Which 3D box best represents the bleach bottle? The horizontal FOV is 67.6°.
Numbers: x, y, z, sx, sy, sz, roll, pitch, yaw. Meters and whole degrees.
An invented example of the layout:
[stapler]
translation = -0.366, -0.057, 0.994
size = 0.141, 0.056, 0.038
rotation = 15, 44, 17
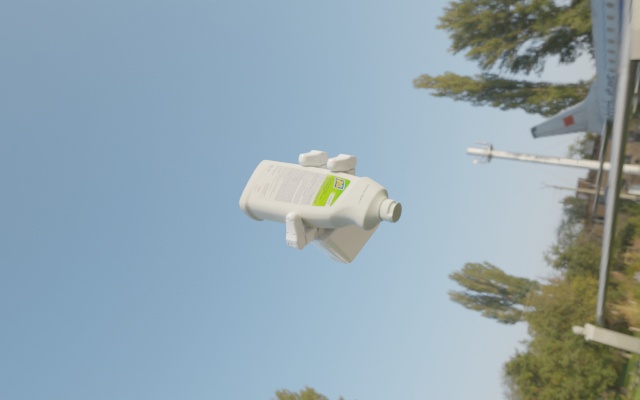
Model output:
[bleach bottle]
translation = 0.000, 0.002, 0.721
size = 0.251, 0.102, 0.068
rotation = 12, -22, 34
